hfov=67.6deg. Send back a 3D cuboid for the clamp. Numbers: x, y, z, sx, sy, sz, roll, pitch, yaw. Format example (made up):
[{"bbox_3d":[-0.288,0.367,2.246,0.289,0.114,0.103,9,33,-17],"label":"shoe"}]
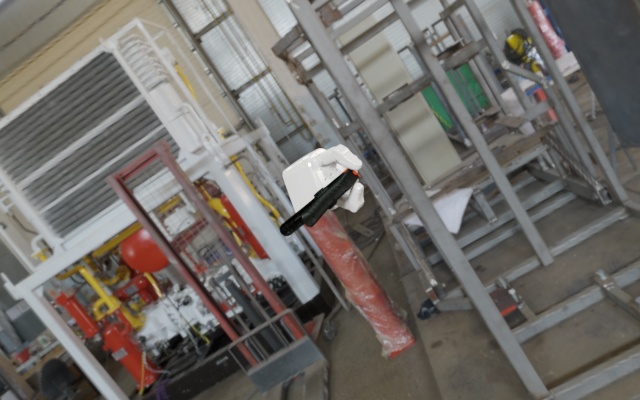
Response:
[{"bbox_3d":[0.000,0.002,0.831,0.171,0.039,0.120,-41,13,-36],"label":"clamp"}]
